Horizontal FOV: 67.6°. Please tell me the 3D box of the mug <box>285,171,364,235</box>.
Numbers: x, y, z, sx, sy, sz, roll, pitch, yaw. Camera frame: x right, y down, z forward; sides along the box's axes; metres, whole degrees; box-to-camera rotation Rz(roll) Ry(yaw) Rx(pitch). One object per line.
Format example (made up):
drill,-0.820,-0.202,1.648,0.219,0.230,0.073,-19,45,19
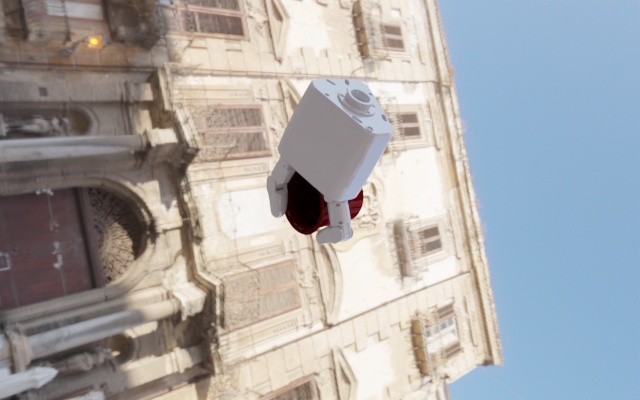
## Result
mug,0.000,0.003,0.664,0.081,0.093,0.117,-11,-35,-38
